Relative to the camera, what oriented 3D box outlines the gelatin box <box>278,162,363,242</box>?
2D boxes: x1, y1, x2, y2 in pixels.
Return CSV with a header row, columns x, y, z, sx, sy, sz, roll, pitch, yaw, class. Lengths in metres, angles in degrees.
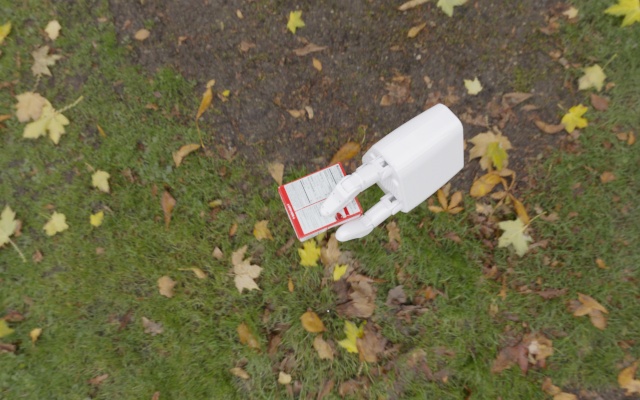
x,y,z,sx,sy,sz,roll,pitch,yaw,class
0.000,0.002,0.612,0.089,0.073,0.030,-22,-13,-6,gelatin box
